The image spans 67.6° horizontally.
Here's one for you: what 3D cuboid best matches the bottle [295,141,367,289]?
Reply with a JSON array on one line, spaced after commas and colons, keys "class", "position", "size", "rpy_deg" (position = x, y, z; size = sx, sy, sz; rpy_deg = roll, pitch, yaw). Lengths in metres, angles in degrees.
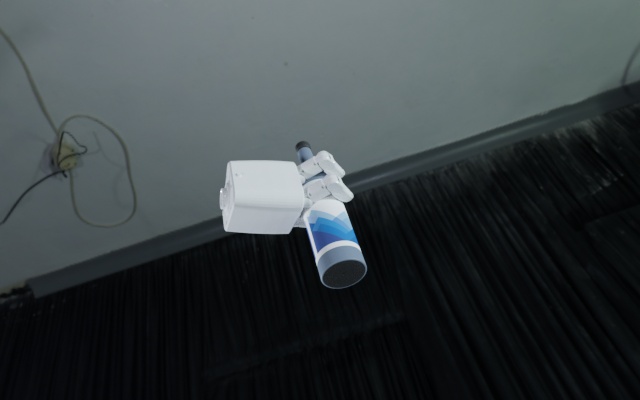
[{"class": "bottle", "position": [0.000, 0.003, 0.767], "size": [0.069, 0.069, 0.295], "rpy_deg": [0, 43, -18]}]
